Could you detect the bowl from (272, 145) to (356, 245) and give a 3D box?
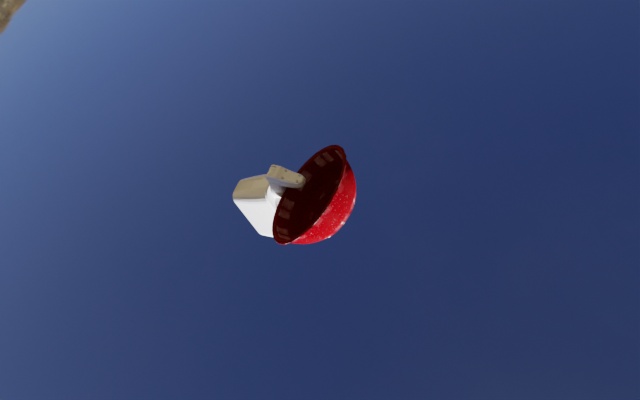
[{"bbox_3d":[0.001,0.003,0.679,0.055,0.162,0.162,33,-15,-24],"label":"bowl"}]
